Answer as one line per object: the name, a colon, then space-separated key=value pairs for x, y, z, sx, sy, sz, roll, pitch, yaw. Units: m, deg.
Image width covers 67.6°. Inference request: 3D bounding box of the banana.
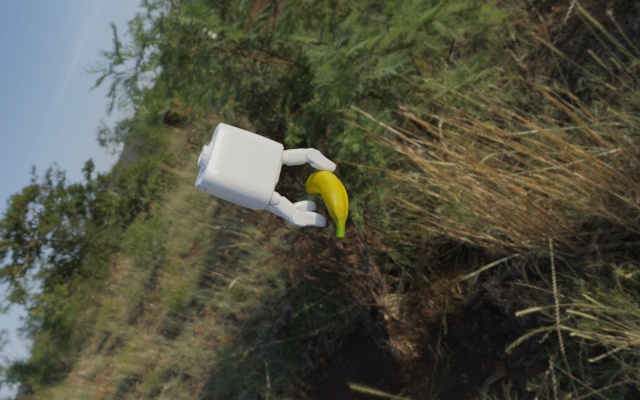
banana: x=0.008 y=-0.013 z=0.776 sx=0.037 sy=0.070 sz=0.197 roll=16 pitch=18 yaw=-20
